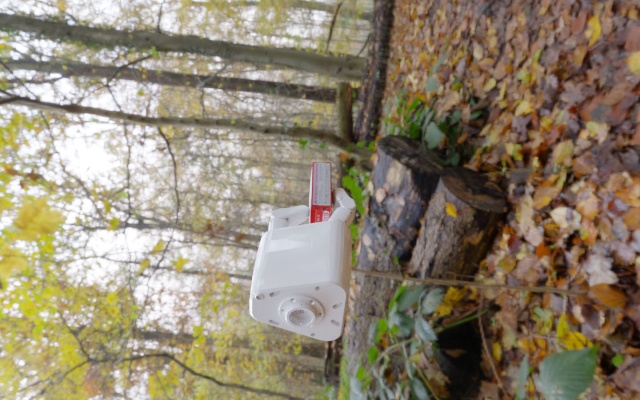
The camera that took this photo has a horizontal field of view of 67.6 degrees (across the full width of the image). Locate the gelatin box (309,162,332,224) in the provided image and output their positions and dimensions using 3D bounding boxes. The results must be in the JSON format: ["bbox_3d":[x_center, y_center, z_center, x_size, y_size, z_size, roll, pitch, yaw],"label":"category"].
[{"bbox_3d":[0.000,0.002,0.664,0.030,0.089,0.073,2,-43,-3],"label":"gelatin box"}]
